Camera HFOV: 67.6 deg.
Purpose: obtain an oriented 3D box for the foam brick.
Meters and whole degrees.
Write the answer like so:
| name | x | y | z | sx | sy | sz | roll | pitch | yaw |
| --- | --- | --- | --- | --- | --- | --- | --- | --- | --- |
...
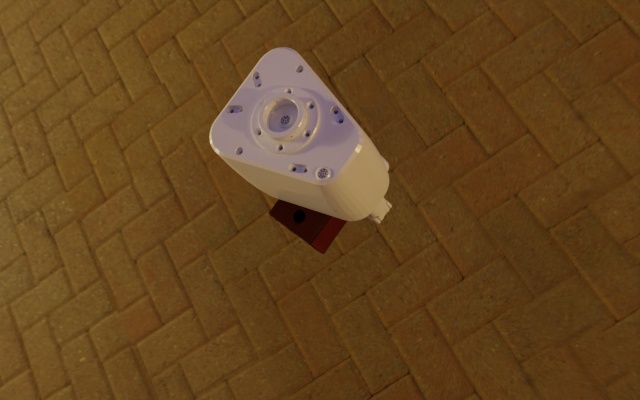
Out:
| name | x | y | z | sx | sy | sz | roll | pitch | yaw |
| --- | --- | --- | --- | --- | --- | --- | --- | --- | --- |
| foam brick | 0.000 | 0.002 | 0.447 | 0.053 | 0.078 | 0.051 | 35 | -2 | 20 |
